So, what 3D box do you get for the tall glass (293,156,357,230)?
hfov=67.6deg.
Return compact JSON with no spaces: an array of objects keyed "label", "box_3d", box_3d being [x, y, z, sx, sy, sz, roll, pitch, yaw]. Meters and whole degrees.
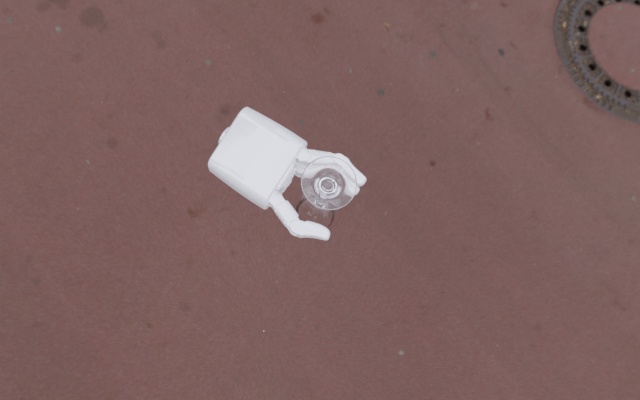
[{"label":"tall glass","box_3d":[0.000,0.002,0.721,0.079,0.079,0.201,0,-15,-7]}]
